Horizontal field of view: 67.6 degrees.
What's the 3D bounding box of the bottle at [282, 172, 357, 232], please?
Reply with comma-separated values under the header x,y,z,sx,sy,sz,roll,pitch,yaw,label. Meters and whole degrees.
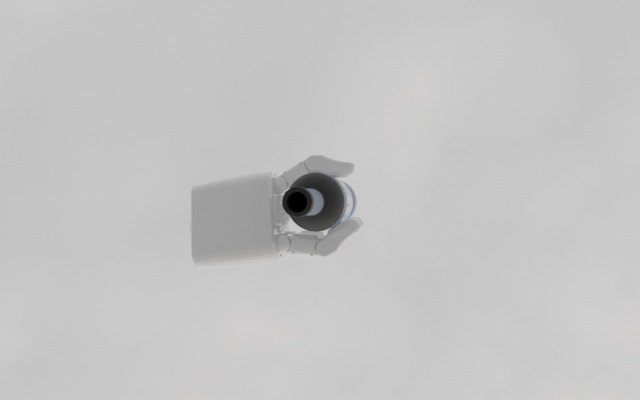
x,y,z,sx,sy,sz,roll,pitch,yaw,label
0.000,0.002,0.568,0.069,0.069,0.296,0,0,8,bottle
